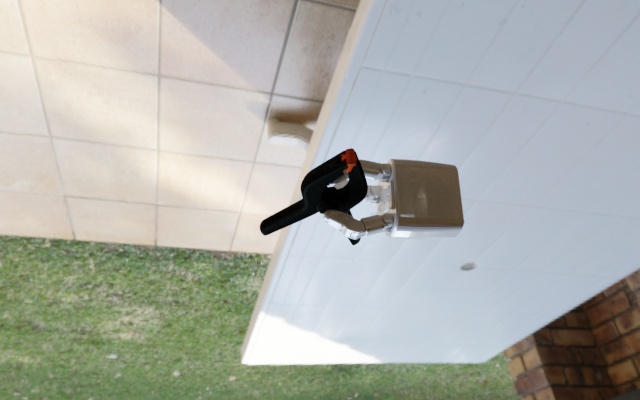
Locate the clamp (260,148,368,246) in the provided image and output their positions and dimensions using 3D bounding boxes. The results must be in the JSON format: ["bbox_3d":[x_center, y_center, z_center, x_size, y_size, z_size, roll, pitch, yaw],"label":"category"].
[{"bbox_3d":[0.000,0.003,0.690,0.164,0.036,0.210,3,-36,-10],"label":"clamp"}]
